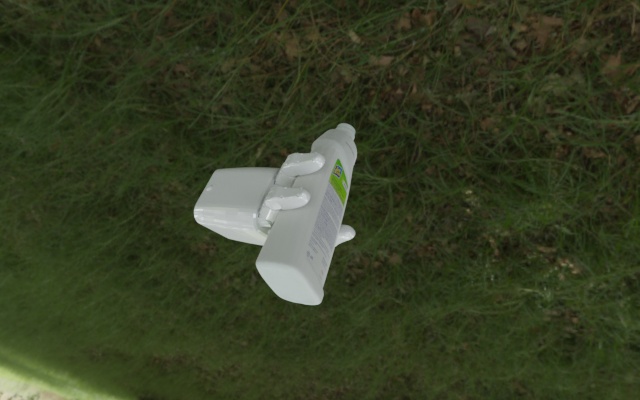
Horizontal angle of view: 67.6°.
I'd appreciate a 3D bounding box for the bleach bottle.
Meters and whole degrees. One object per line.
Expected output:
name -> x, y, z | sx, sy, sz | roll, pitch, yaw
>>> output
bleach bottle -> 0.000, 0.002, 0.630 | 0.068, 0.250, 0.103 | 4, -36, 26
